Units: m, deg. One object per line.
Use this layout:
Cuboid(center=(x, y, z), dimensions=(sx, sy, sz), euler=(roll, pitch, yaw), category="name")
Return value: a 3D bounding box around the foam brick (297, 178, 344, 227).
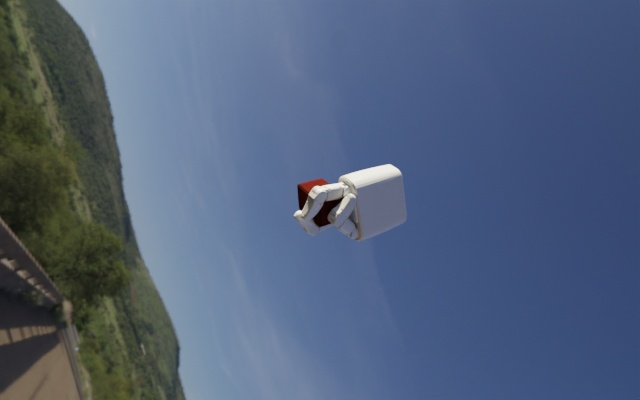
Cuboid(center=(0.000, 0.003, 0.852), dimensions=(0.051, 0.053, 0.078), euler=(-18, 35, -26), category="foam brick")
